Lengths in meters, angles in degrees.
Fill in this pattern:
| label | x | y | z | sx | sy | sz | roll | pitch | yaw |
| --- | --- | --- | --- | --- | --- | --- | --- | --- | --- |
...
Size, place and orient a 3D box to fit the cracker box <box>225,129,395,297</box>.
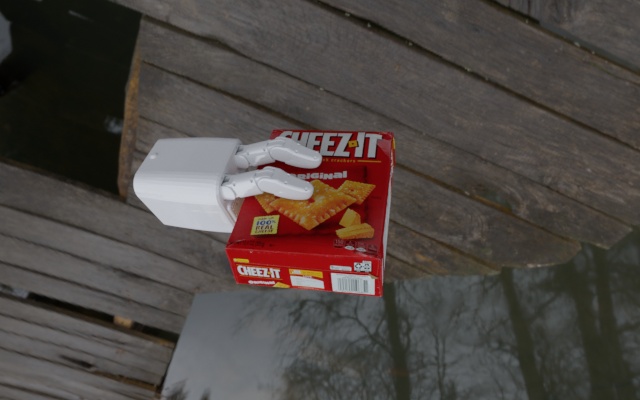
| label | x | y | z | sx | sy | sz | roll | pitch | yaw |
| --- | --- | --- | --- | --- | --- | --- | --- | --- | --- |
| cracker box | 0.000 | 0.002 | 0.567 | 0.164 | 0.072 | 0.213 | 3 | 45 | 10 |
